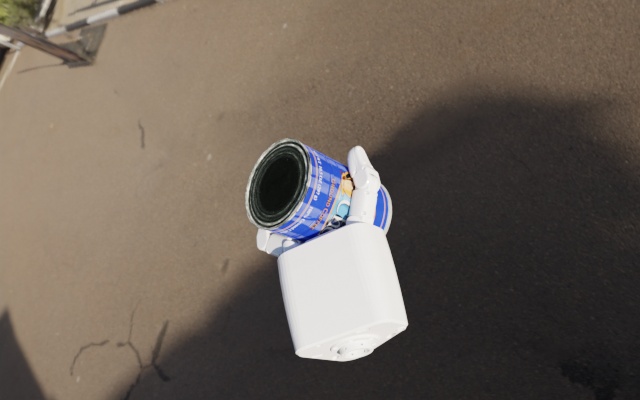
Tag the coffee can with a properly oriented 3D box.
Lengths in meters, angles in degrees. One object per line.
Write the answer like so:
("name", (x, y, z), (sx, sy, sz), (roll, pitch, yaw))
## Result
("coffee can", (0.000, 0.002, 0.551), (0.103, 0.102, 0.140), (0, -17, 46))
